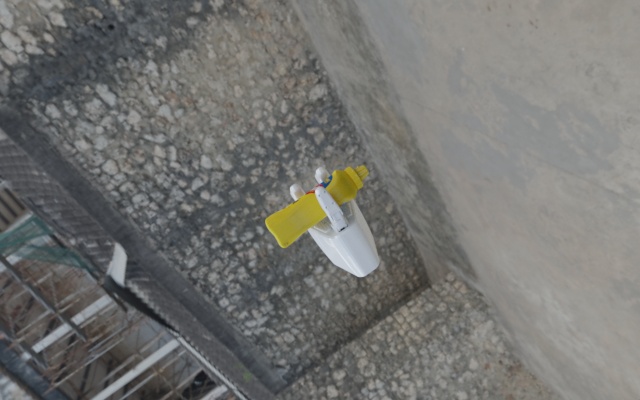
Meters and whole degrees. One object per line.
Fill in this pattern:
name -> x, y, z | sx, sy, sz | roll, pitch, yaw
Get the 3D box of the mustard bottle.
mustard bottle -> 0.000, 0.003, 0.802 | 0.191, 0.058, 0.096 | -35, 4, -3
